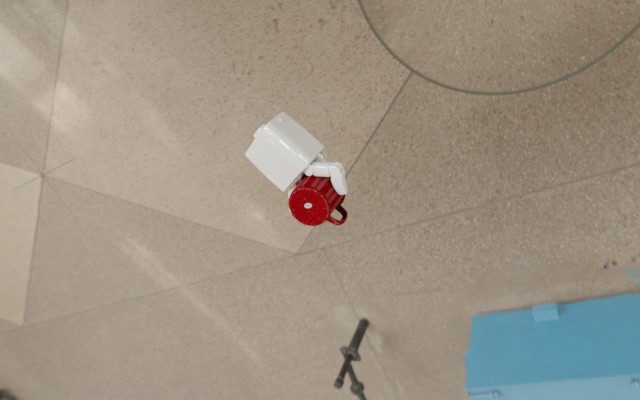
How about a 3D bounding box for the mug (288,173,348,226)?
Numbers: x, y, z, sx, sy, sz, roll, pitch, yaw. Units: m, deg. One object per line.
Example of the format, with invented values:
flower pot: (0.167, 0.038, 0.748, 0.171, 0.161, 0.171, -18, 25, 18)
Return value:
mug: (0.001, 0.004, 0.888, 0.093, 0.117, 0.081, -46, 4, 34)
